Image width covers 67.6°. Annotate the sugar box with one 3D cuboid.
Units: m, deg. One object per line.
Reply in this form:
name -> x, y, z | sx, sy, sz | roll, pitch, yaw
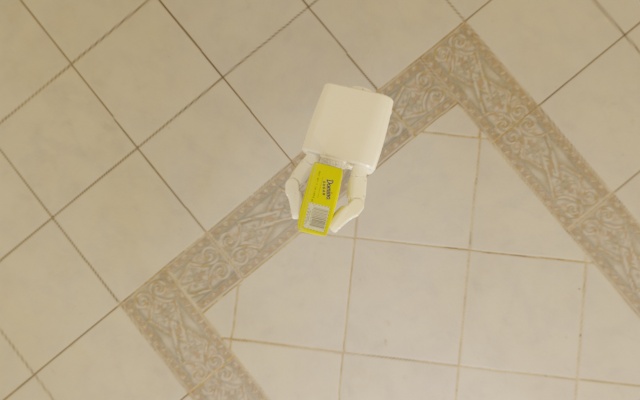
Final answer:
sugar box -> 0.001, 0.002, 0.701 | 0.048, 0.093, 0.176 | 15, -2, 3
